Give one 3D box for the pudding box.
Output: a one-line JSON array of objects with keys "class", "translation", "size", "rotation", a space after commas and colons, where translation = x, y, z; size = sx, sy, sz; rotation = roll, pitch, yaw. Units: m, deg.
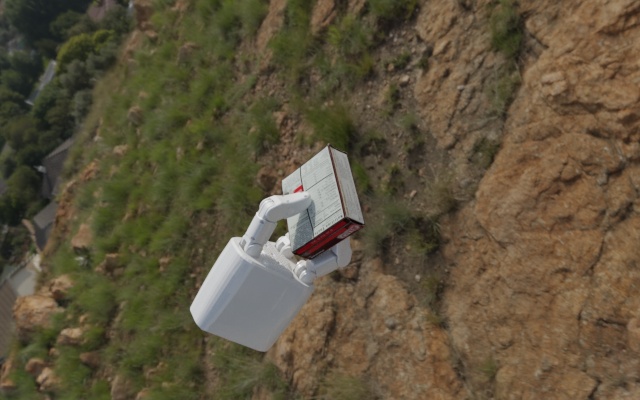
[{"class": "pudding box", "translation": [0.000, 0.002, 0.574], "size": [0.090, 0.113, 0.039], "rotation": [-34, -39, 30]}]
